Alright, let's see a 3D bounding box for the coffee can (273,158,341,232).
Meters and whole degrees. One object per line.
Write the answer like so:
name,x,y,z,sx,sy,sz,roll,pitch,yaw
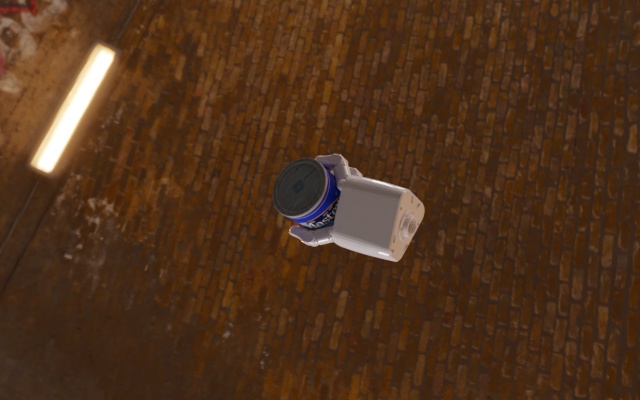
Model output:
coffee can,0.000,0.003,0.817,0.103,0.102,0.140,0,-21,34
